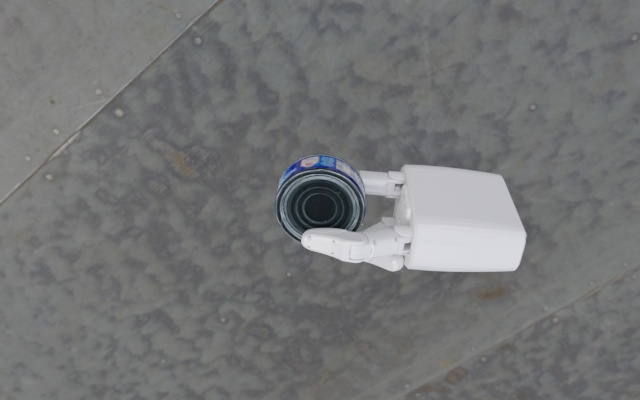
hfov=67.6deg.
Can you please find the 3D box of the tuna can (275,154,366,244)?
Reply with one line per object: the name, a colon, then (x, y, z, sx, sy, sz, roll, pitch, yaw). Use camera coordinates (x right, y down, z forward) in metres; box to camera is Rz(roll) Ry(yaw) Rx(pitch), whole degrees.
tuna can: (0.000, 0.002, 0.452, 0.086, 0.086, 0.033, 0, 28, 3)
